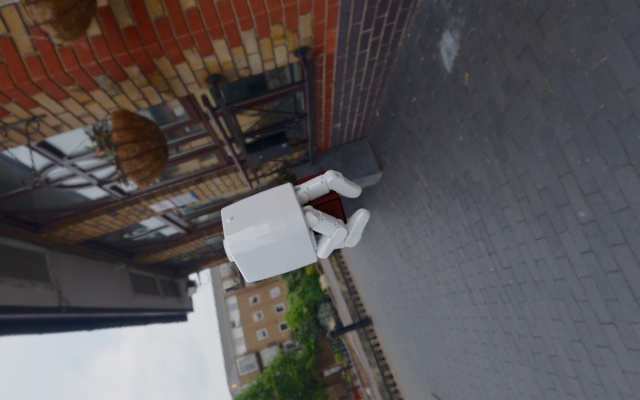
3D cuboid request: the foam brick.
[{"bbox_3d":[0.000,0.002,0.703,0.051,0.053,0.078,-20,36,-4],"label":"foam brick"}]
